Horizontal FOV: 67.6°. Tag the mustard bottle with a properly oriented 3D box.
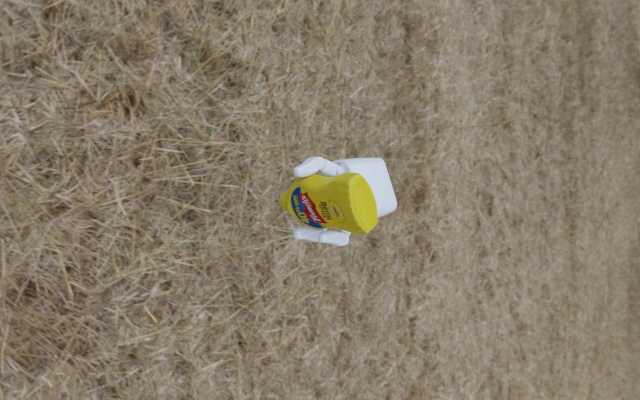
[{"bbox_3d":[0.000,0.003,0.788,0.191,0.096,0.058,3,34,45],"label":"mustard bottle"}]
